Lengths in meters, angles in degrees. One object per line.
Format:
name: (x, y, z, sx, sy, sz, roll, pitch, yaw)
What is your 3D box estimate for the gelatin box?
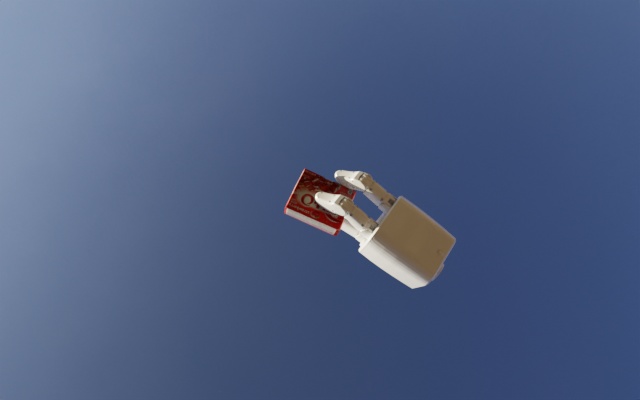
gelatin box: (0.000, 0.002, 0.728, 0.089, 0.073, 0.030, 24, -25, 2)
